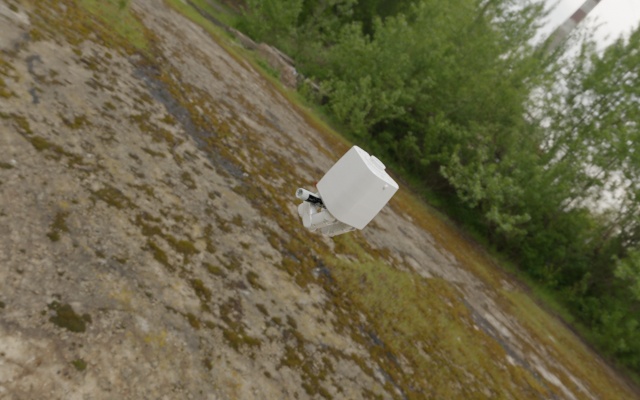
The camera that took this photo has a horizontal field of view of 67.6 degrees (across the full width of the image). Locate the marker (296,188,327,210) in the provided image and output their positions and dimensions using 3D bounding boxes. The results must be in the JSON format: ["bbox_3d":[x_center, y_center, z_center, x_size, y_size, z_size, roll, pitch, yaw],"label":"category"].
[{"bbox_3d":[0.000,0.003,0.878,0.020,0.020,0.121,0,-15,39],"label":"marker"}]
